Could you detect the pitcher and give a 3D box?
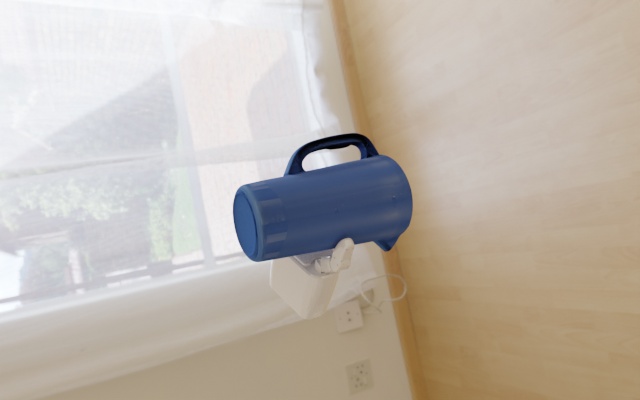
[{"bbox_3d":[0.000,0.002,0.698,0.243,0.145,0.149,-10,44,-28],"label":"pitcher"}]
